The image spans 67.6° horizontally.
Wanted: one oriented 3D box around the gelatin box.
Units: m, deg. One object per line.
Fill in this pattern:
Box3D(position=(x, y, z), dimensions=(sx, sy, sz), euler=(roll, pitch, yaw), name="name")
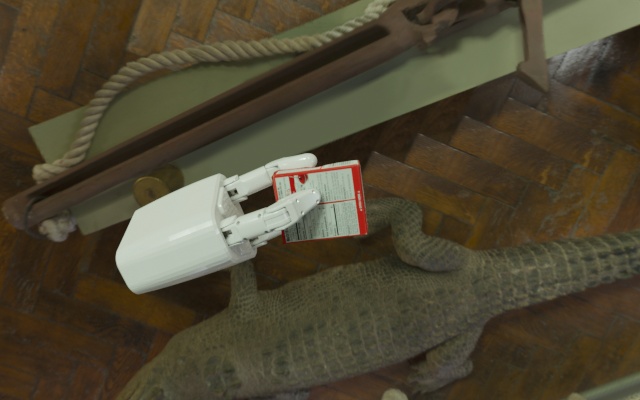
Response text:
Box3D(position=(0.000, 0.002, 0.485), dimensions=(0.089, 0.073, 0.030), euler=(-7, 14, 6), name="gelatin box")
